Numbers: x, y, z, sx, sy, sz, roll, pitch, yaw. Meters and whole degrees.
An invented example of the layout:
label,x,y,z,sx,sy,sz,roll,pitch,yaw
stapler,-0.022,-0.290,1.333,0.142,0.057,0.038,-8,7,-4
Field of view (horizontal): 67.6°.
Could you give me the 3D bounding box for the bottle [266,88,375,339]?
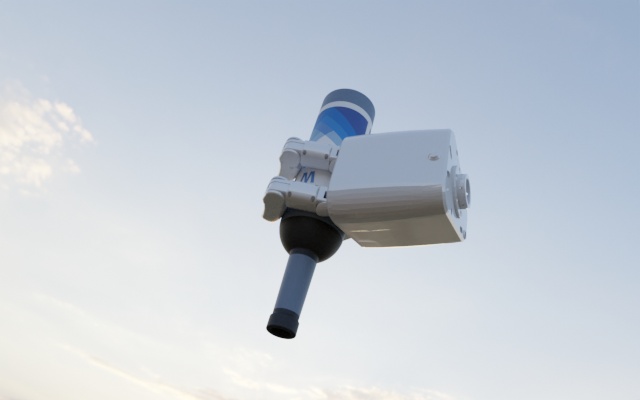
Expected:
label,x,y,z,sx,sy,sz,roll,pitch,yaw
bottle,0.000,0.001,0.501,0.069,0.295,0.069,11,-37,8
